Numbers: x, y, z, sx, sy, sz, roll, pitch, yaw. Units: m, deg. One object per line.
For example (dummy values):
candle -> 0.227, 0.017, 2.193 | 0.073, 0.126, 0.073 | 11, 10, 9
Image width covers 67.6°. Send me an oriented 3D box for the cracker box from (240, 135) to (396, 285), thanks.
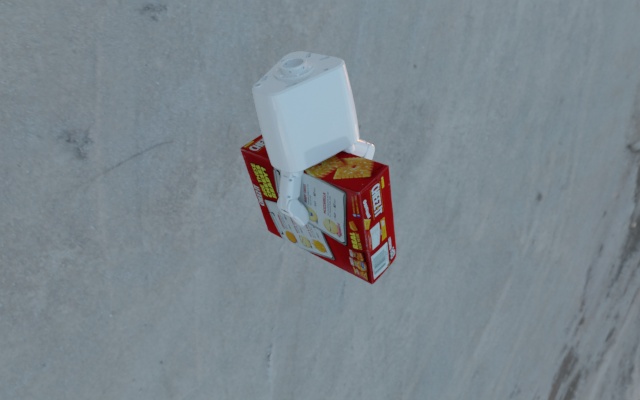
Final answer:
cracker box -> 0.000, 0.002, 0.674 | 0.213, 0.164, 0.072 | 23, 50, 37
